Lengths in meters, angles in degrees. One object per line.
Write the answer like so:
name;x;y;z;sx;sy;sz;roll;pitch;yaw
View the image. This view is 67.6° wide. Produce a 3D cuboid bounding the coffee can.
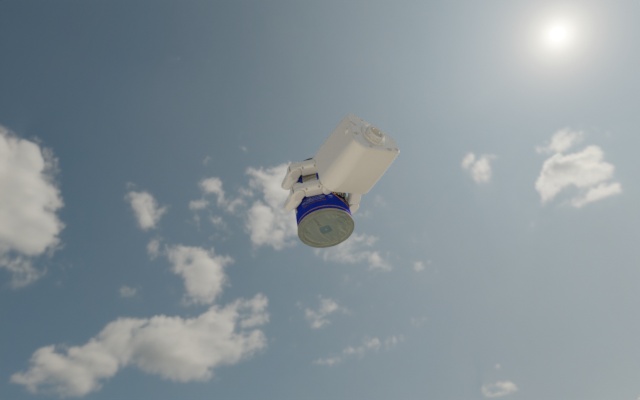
coffee can;0.000;0.003;0.896;0.103;0.140;0.103;-6;-43;-6
